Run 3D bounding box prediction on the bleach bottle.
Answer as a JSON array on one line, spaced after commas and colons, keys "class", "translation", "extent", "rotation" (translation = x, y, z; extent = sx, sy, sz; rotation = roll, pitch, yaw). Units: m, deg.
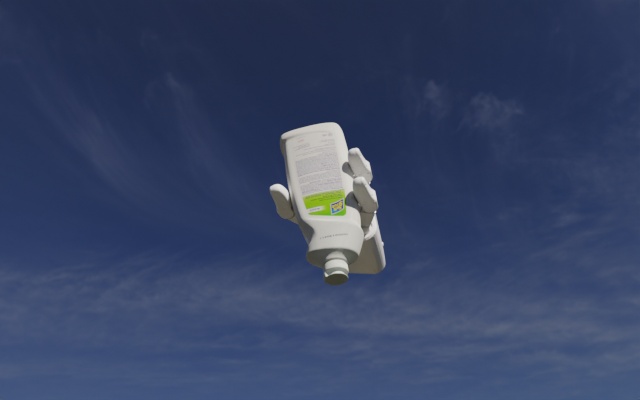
[{"class": "bleach bottle", "translation": [0.000, 0.002, 0.655], "extent": [0.102, 0.250, 0.068], "rotation": [-13, -41, 8]}]
